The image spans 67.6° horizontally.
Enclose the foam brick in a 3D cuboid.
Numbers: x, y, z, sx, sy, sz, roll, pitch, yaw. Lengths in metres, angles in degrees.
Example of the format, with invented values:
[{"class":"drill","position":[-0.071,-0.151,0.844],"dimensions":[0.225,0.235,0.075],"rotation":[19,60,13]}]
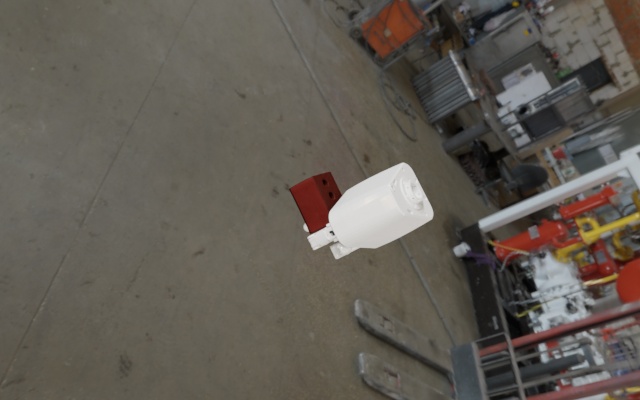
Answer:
[{"class":"foam brick","position":[0.000,0.002,0.728],"dimensions":[0.051,0.078,0.053],"rotation":[-30,-6,36]}]
